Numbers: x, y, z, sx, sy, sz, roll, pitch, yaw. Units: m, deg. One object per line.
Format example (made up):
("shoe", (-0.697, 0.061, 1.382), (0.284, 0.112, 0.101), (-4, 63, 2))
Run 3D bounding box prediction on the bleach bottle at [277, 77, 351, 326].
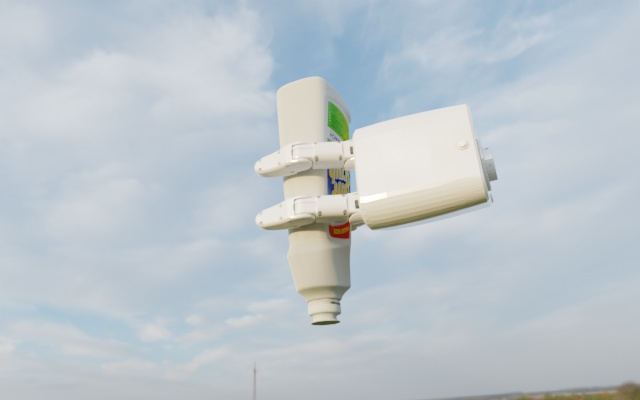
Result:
("bleach bottle", (0.000, 0.002, 0.499), (0.068, 0.250, 0.103), (-13, -24, 20))
